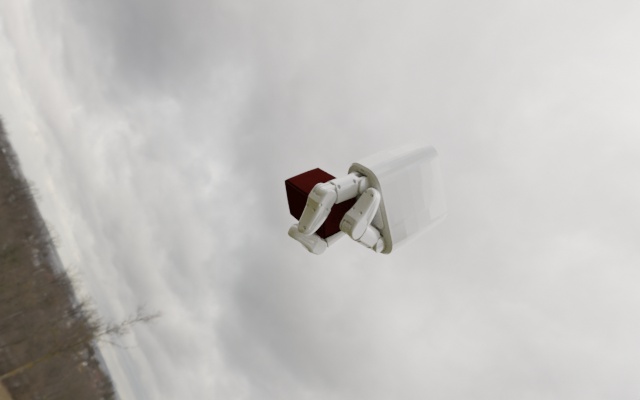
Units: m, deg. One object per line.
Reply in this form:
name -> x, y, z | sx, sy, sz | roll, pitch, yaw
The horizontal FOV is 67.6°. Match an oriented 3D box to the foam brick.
foam brick -> 0.000, 0.002, 0.590 | 0.051, 0.053, 0.078 | -25, 38, -28
